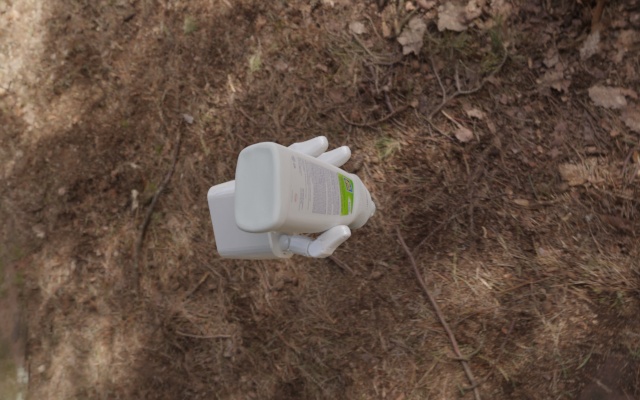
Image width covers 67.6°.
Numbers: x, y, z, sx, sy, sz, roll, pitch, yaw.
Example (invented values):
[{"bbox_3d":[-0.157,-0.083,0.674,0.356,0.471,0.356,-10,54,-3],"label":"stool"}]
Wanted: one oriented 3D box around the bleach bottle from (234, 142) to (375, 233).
[{"bbox_3d":[0.000,0.002,0.612,0.068,0.102,0.251,-7,-13,33],"label":"bleach bottle"}]
